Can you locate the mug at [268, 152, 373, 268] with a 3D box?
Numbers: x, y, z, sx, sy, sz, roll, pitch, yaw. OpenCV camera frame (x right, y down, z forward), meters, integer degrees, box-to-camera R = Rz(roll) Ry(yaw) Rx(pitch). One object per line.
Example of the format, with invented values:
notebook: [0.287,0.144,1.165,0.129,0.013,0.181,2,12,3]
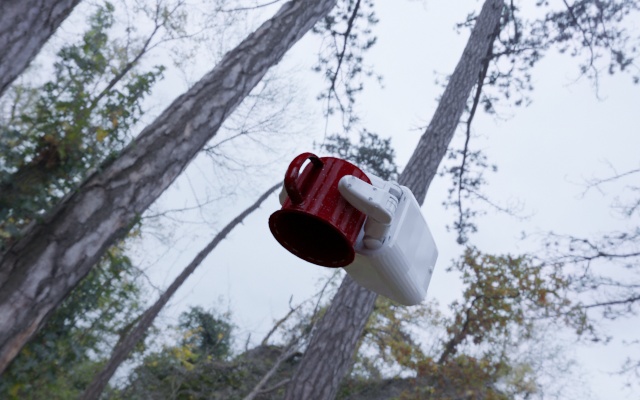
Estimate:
mug: [-0.001,0.000,0.481,0.093,0.081,0.117,-1,-43,36]
